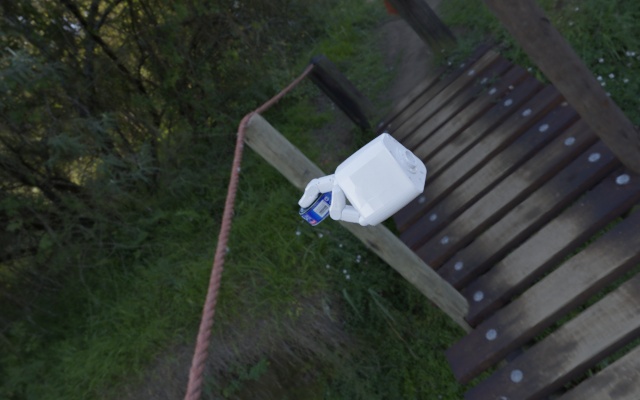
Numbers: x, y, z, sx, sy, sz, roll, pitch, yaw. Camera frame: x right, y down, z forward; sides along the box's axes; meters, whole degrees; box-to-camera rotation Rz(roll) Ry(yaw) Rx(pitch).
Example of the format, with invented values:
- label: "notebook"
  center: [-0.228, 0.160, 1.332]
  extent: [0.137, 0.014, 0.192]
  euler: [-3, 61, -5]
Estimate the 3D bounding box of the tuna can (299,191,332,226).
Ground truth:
- label: "tuna can"
  center: [0.000, 0.003, 0.875]
  extent: [0.034, 0.086, 0.086]
  euler: [40, -11, -14]
